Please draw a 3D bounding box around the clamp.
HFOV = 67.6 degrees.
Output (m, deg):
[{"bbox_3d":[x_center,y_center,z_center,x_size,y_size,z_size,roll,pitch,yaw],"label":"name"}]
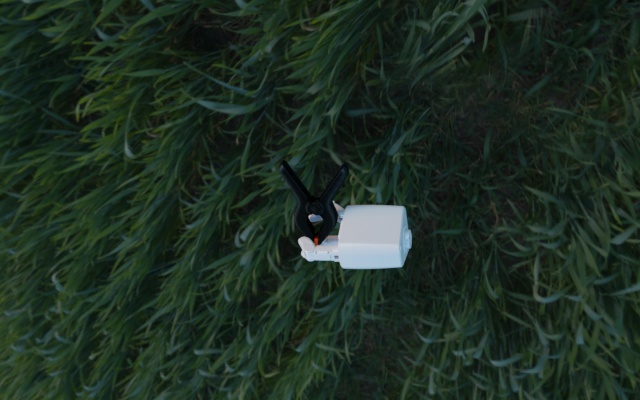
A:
[{"bbox_3d":[0.000,0.003,0.842,0.120,0.172,0.039,-2,31,19],"label":"clamp"}]
